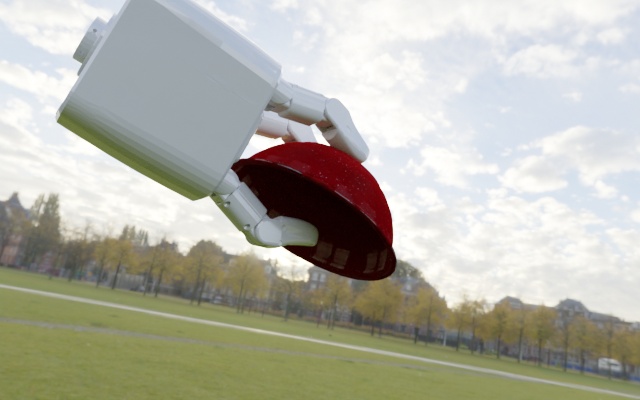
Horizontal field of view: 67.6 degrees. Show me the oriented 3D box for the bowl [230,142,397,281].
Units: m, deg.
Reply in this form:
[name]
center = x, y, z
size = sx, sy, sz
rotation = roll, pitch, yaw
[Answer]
[bowl]
center = 0.001, 0.002, 0.405
size = 0.162, 0.055, 0.162
rotation = 25, -26, 13
